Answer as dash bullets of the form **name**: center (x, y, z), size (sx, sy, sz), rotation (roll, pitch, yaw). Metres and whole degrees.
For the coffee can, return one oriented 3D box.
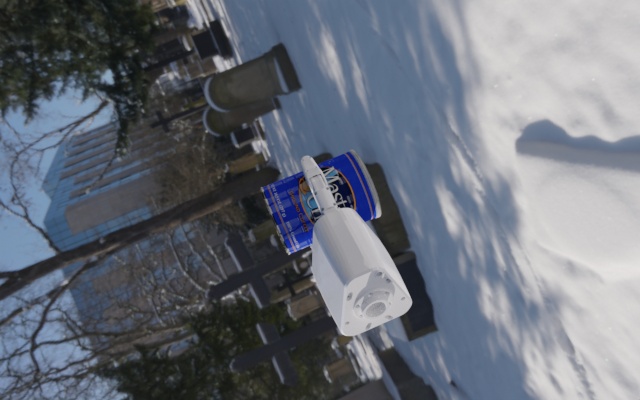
- **coffee can**: center (0.000, 0.002, 0.668), size (0.140, 0.103, 0.103), rotation (-23, 1, -4)
